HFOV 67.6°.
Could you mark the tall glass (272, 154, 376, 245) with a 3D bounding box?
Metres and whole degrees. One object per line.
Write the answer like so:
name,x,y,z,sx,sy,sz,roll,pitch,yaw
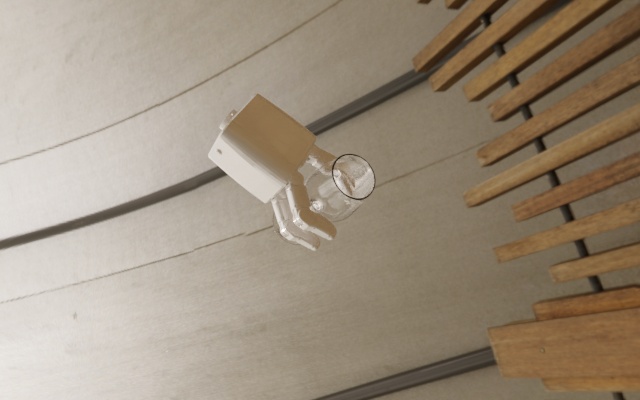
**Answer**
tall glass,0.000,0.002,0.675,0.079,0.079,0.201,0,-19,-27
